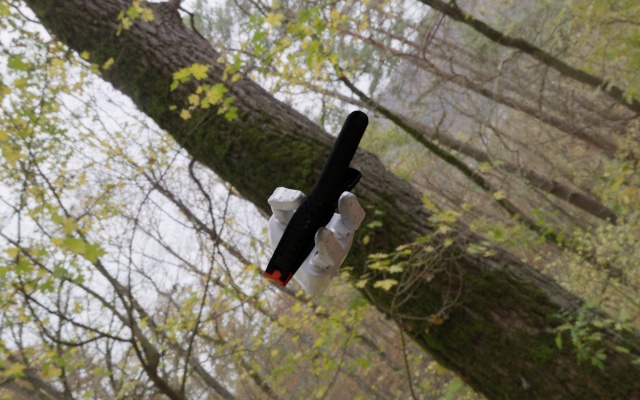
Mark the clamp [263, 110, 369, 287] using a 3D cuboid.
[{"bbox_3d":[-0.001,0.002,0.567,0.036,0.210,0.165,28,-25,13],"label":"clamp"}]
